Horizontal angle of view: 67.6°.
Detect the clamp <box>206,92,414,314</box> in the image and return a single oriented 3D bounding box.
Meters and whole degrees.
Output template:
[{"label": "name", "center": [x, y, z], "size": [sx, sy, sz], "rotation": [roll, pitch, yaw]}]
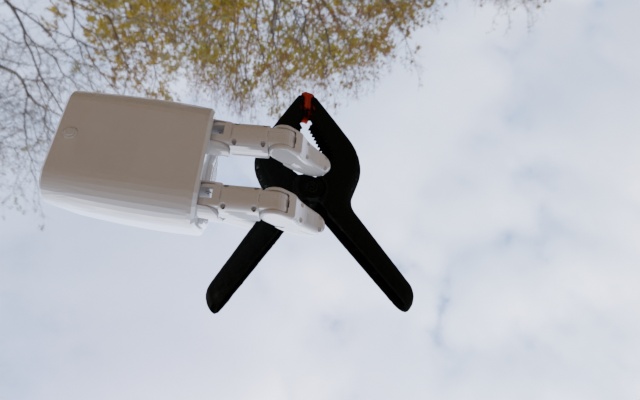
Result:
[{"label": "clamp", "center": [0.000, 0.001, 0.415], "size": [0.164, 0.210, 0.036], "rotation": [8, -26, -8]}]
